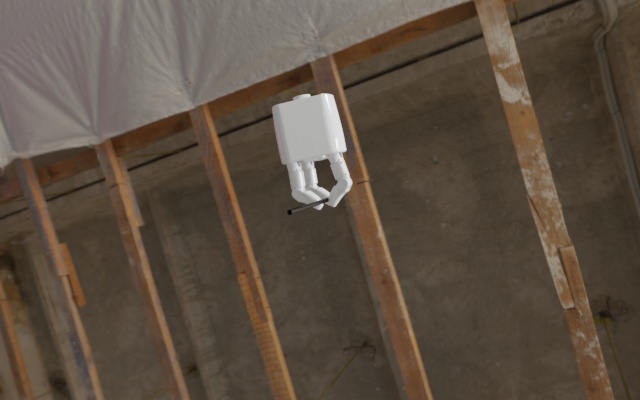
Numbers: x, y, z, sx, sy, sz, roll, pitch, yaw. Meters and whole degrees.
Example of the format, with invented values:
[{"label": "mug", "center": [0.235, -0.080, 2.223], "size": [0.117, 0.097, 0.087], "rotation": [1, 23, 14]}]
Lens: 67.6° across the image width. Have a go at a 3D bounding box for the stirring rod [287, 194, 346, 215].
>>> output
[{"label": "stirring rod", "center": [0.000, 0.003, 0.833], "size": [0.011, 0.011, 0.239], "rotation": [0, 7, 23]}]
